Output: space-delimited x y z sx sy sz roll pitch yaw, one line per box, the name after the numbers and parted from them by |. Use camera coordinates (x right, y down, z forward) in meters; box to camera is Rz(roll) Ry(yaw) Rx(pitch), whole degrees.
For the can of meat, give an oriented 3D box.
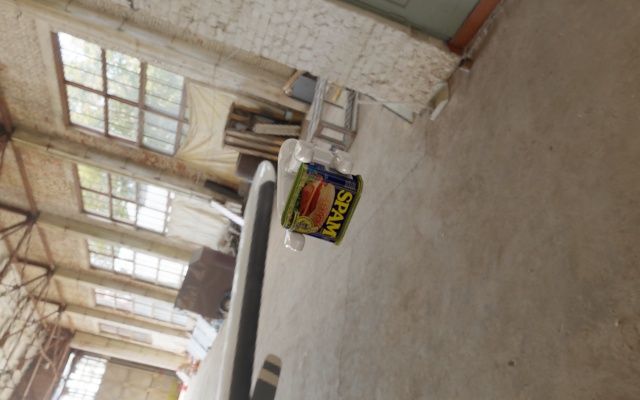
0.000 0.002 0.650 0.084 0.102 0.057 17 21 -11 | can of meat
